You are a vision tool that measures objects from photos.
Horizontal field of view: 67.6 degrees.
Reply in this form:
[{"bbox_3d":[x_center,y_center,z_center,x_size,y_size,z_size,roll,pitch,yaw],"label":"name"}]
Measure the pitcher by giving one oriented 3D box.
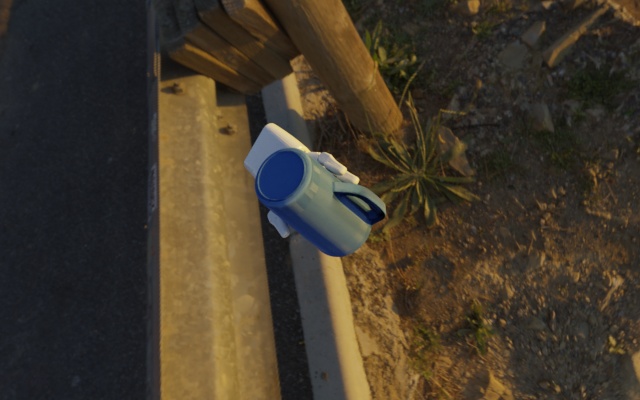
[{"bbox_3d":[0.000,0.003,0.850,0.145,0.149,0.243,41,1,35],"label":"pitcher"}]
